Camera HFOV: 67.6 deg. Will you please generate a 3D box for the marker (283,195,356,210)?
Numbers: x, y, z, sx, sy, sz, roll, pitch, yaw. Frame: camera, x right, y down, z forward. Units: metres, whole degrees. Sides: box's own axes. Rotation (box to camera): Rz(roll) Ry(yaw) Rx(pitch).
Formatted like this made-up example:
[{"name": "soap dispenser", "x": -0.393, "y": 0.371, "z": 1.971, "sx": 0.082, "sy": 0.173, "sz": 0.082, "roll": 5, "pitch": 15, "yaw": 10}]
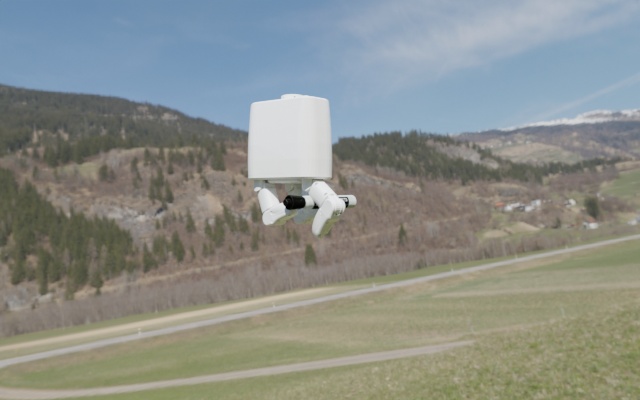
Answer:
[{"name": "marker", "x": 0.000, "y": 0.002, "z": 0.630, "sx": 0.121, "sy": 0.020, "sz": 0.020, "roll": 0, "pitch": 0, "yaw": -43}]
